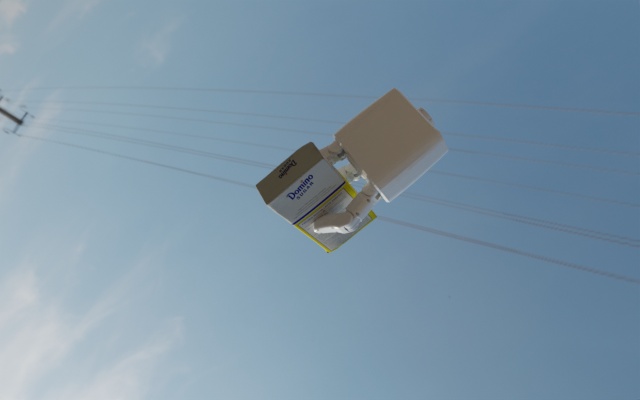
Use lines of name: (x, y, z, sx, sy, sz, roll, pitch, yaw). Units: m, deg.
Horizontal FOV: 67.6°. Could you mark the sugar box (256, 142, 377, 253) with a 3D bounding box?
sugar box: (0.000, 0.002, 0.648, 0.093, 0.048, 0.176, -39, -40, 6)
